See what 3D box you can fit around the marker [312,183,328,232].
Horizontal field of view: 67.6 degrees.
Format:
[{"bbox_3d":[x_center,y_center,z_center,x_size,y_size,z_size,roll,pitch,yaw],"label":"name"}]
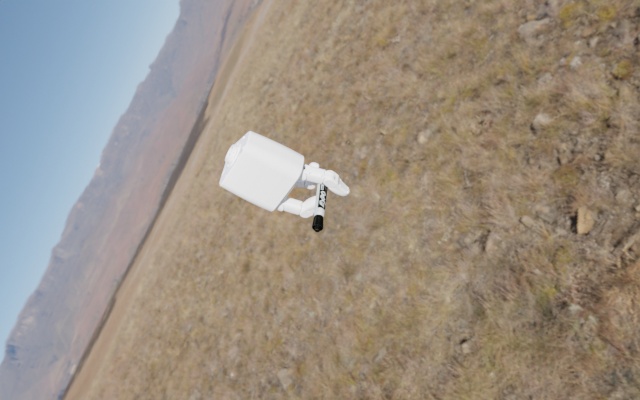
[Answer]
[{"bbox_3d":[0.000,0.003,0.815,0.020,0.121,0.020,4,-38,4],"label":"marker"}]
